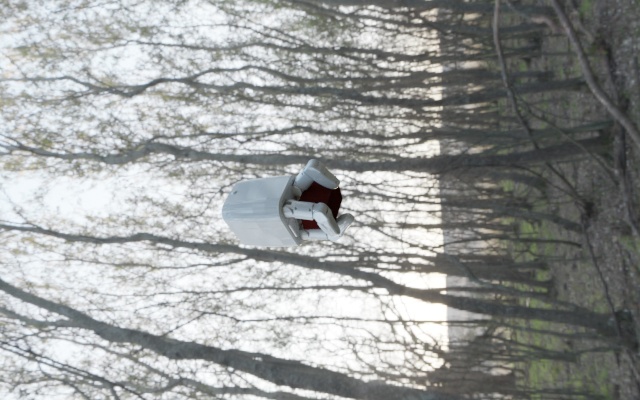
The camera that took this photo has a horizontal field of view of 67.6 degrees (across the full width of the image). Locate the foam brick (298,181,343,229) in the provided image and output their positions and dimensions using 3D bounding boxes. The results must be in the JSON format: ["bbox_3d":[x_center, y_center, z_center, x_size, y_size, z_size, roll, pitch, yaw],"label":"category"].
[{"bbox_3d":[0.000,0.002,0.782,0.051,0.053,0.078,-3,37,18],"label":"foam brick"}]
